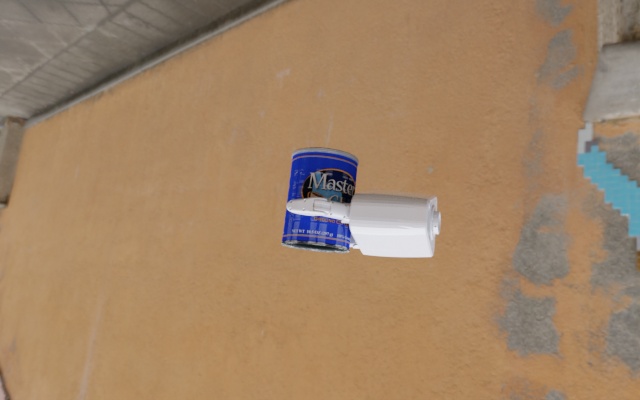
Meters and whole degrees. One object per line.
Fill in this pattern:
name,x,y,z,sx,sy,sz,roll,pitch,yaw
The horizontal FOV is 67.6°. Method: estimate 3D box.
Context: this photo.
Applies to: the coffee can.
coffee can,0.000,0.002,0.718,0.103,0.140,0.103,6,-11,1
